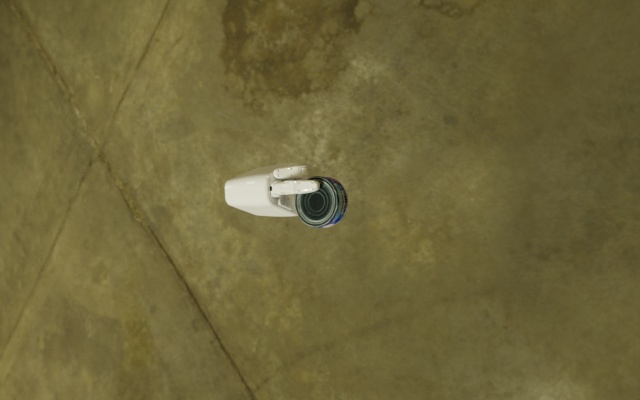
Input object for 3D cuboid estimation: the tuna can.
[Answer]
[{"bbox_3d":[0.000,0.003,0.791,0.086,0.086,0.034,0,-1,32],"label":"tuna can"}]
